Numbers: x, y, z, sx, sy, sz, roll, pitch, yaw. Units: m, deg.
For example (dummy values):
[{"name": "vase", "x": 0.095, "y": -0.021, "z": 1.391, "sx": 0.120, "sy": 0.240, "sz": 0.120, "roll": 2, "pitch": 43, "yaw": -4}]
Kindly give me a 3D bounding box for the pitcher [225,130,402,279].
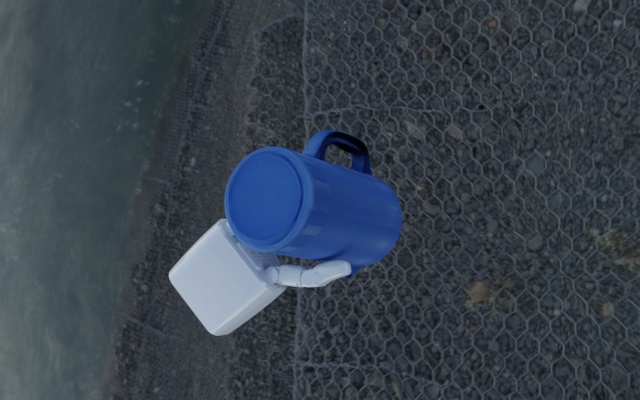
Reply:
[{"name": "pitcher", "x": 0.000, "y": 0.002, "z": 0.579, "sx": 0.145, "sy": 0.149, "sz": 0.243, "roll": -40, "pitch": -23, "yaw": 17}]
